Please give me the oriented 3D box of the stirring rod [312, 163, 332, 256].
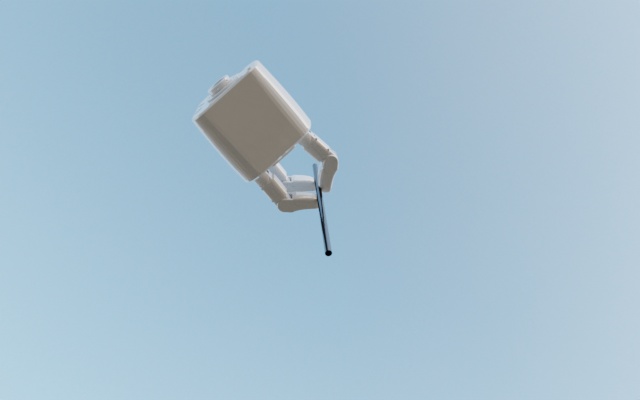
[{"bbox_3d":[0.000,0.002,0.623,0.011,0.011,0.239,0,27,-5],"label":"stirring rod"}]
